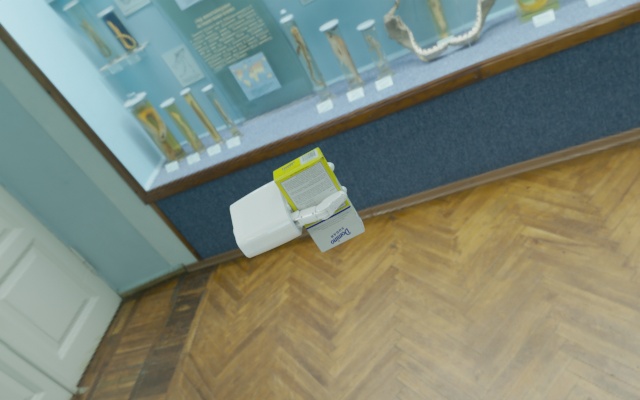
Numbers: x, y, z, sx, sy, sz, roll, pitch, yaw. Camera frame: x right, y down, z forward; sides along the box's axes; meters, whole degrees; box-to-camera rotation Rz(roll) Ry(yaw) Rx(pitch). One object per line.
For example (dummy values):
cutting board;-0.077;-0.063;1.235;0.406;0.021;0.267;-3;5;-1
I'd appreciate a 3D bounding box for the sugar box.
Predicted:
sugar box;0.000;0.002;0.849;0.093;0.176;0.048;-27;32;8
